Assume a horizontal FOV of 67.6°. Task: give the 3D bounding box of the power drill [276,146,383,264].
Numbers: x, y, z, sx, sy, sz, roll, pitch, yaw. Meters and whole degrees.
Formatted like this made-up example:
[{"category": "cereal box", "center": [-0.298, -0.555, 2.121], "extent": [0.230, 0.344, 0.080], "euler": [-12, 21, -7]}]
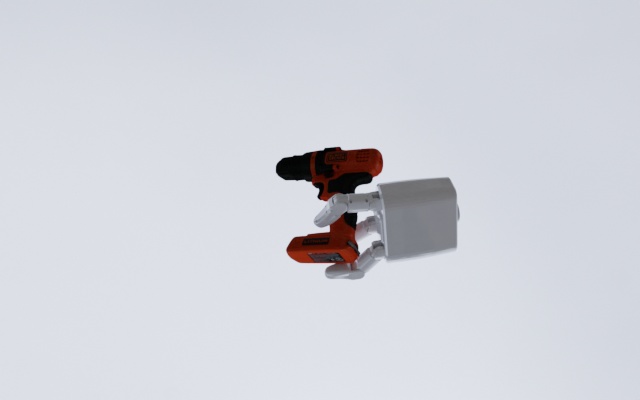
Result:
[{"category": "power drill", "center": [0.000, 0.003, 0.743], "extent": [0.184, 0.187, 0.057], "euler": [-4, -28, 25]}]
